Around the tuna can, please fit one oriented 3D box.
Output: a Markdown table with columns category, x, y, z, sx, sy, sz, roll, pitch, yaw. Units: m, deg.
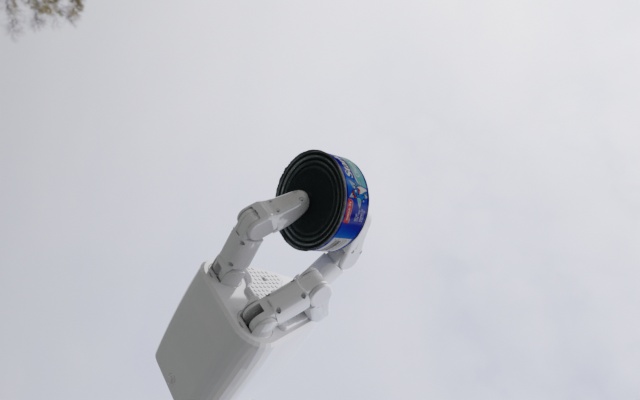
| category | x | y | z | sx | sy | sz | roll | pitch | yaw |
| --- | --- | --- | --- | --- | --- | --- | --- | --- | --- |
| tuna can | 0.001 | 0.001 | 0.410 | 0.034 | 0.086 | 0.086 | 9 | -7 | -44 |
